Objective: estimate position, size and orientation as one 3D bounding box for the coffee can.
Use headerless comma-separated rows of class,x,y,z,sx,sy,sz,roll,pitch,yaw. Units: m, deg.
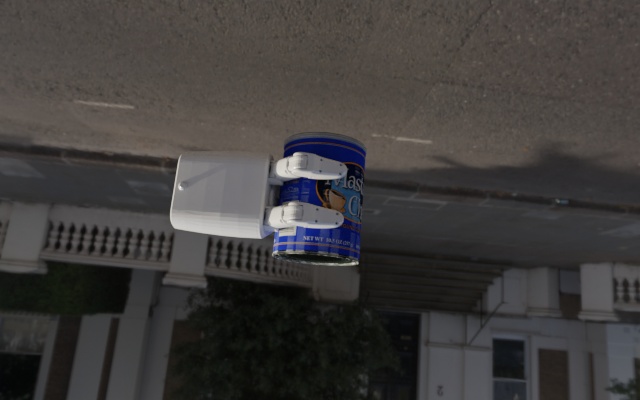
coffee can,0.000,0.002,0.573,0.103,0.140,0.103,5,-13,1
